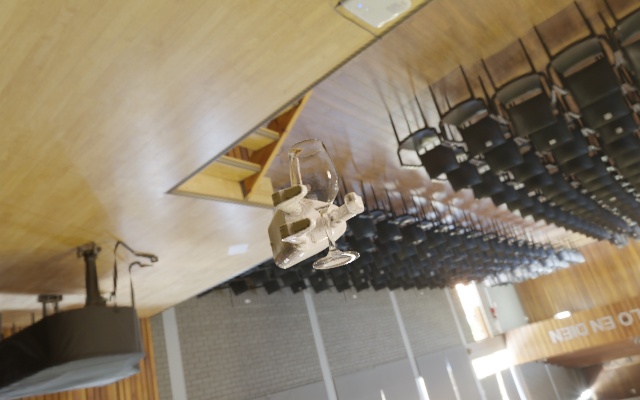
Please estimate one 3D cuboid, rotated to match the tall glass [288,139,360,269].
[{"bbox_3d":[0.000,0.003,0.763,0.079,0.201,0.079,-13,-20,-5],"label":"tall glass"}]
